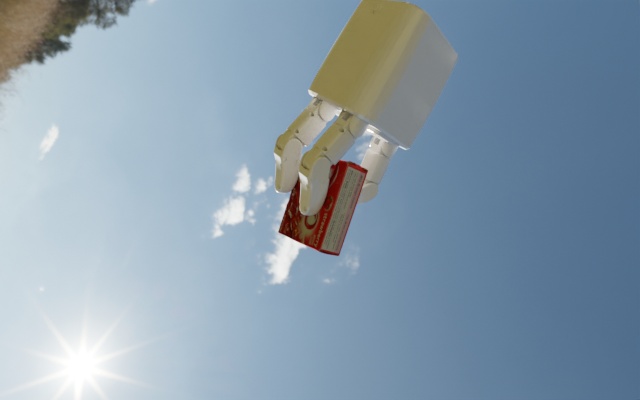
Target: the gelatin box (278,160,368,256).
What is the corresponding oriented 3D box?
[{"bbox_3d":[0.000,0.002,0.469,0.030,0.089,0.073,18,0,-38],"label":"gelatin box"}]
